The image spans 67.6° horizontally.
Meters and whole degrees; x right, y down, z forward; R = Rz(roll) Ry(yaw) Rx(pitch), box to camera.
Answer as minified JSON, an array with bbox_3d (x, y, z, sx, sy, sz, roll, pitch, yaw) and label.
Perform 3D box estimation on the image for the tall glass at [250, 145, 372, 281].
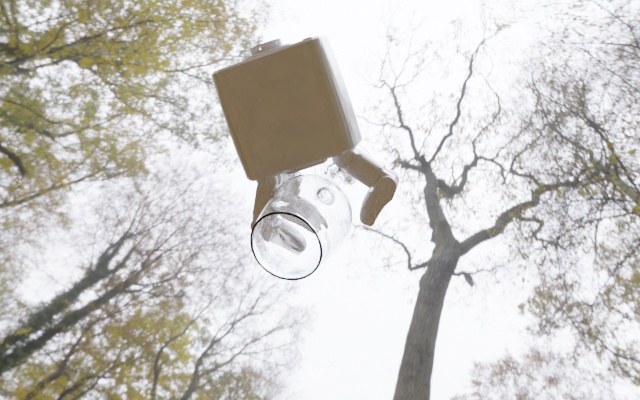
[{"bbox_3d":[0.000,0.001,0.468,0.079,0.079,0.201,0,21,18],"label":"tall glass"}]
